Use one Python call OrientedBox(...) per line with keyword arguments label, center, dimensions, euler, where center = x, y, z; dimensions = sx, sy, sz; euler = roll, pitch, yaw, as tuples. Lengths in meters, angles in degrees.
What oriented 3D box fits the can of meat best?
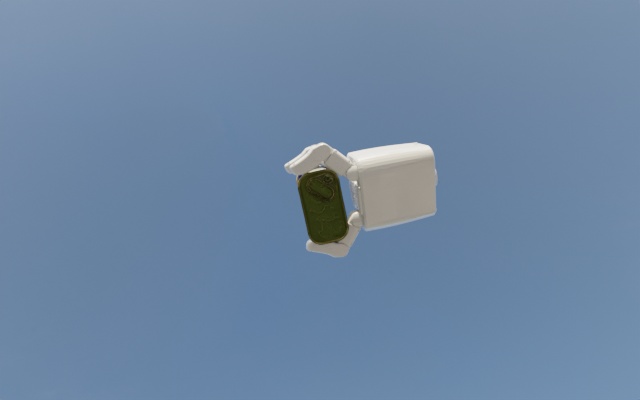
OrientedBox(label="can of meat", center=(0.000, 0.002, 0.684), dimensions=(0.057, 0.102, 0.084), euler=(-13, 11, -3))
